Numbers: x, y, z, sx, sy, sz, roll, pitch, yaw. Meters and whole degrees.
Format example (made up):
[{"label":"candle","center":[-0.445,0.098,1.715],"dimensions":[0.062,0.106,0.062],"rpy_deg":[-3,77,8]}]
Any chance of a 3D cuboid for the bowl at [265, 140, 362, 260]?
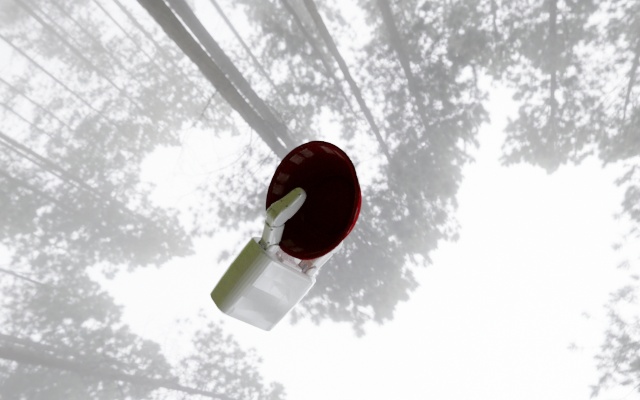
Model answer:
[{"label":"bowl","center":[0.001,0.001,0.653],"dimensions":[0.162,0.162,0.055],"rpy_deg":[0,-9,40]}]
